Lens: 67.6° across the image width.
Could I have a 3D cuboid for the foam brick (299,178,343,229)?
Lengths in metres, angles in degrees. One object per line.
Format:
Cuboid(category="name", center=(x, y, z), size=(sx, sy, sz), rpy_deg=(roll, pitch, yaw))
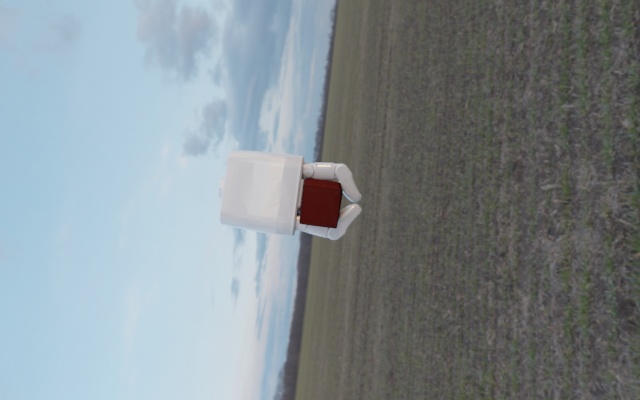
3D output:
Cuboid(category="foam brick", center=(0.000, 0.002, 0.648), size=(0.051, 0.053, 0.078), rpy_deg=(8, 10, -1))
